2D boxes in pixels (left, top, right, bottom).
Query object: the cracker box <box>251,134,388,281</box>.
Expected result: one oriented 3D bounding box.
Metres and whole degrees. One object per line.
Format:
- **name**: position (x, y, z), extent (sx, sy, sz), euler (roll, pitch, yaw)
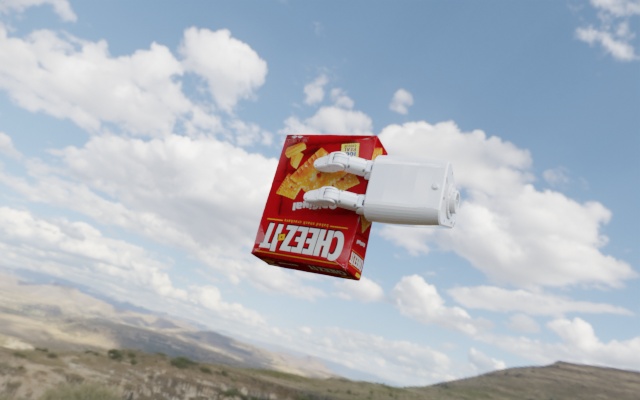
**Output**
- **cracker box**: position (0.000, 0.002, 0.745), extent (0.164, 0.213, 0.072), euler (6, -21, 27)
